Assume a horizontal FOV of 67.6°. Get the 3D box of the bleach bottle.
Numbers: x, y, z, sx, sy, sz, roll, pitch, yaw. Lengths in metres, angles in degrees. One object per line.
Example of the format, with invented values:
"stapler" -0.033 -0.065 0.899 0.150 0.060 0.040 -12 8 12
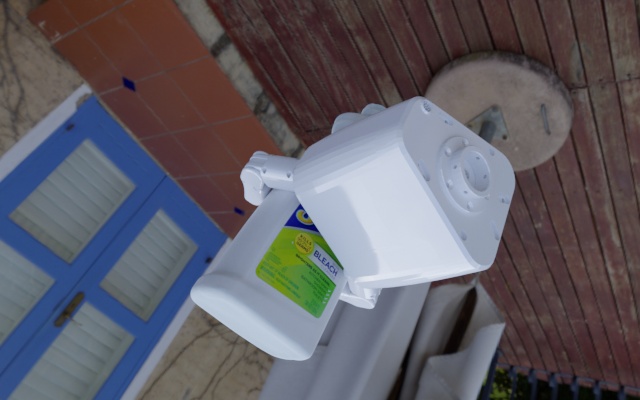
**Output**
"bleach bottle" 0.000 0.001 0.414 0.102 0.250 0.068 42 -34 -21
